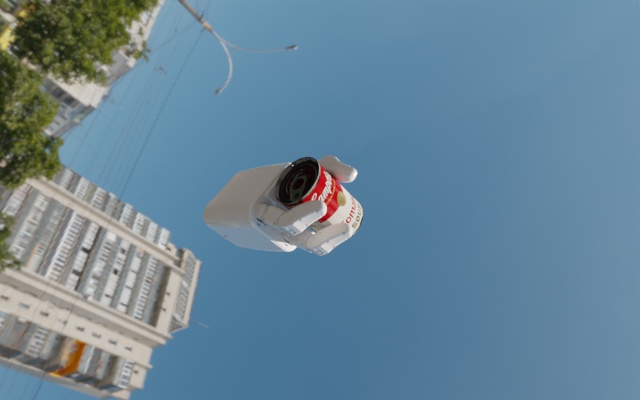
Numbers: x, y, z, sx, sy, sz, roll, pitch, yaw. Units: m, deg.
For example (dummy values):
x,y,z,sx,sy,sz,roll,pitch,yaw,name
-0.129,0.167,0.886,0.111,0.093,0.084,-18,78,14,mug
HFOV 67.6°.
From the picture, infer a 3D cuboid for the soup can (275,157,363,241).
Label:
x,y,z,sx,sy,sz,roll,pitch,yaw,name
0.001,0.002,0.601,0.068,0.068,0.102,0,-32,42,soup can
